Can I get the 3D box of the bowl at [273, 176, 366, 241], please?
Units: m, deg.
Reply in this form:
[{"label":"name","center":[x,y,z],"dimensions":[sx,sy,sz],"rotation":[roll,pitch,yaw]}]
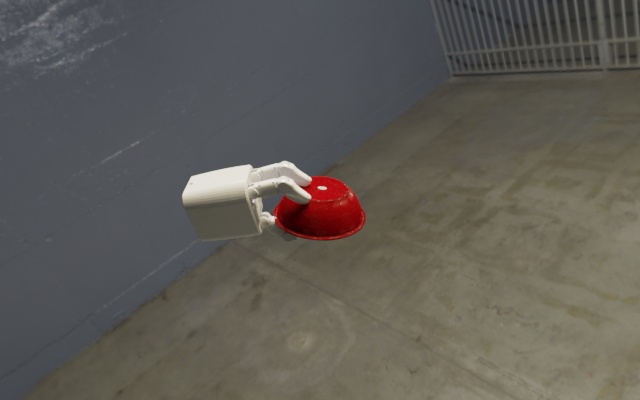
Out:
[{"label":"bowl","center":[0.001,0.002,0.818],"dimensions":[0.162,0.055,0.162],"rotation":[3,29,-2]}]
